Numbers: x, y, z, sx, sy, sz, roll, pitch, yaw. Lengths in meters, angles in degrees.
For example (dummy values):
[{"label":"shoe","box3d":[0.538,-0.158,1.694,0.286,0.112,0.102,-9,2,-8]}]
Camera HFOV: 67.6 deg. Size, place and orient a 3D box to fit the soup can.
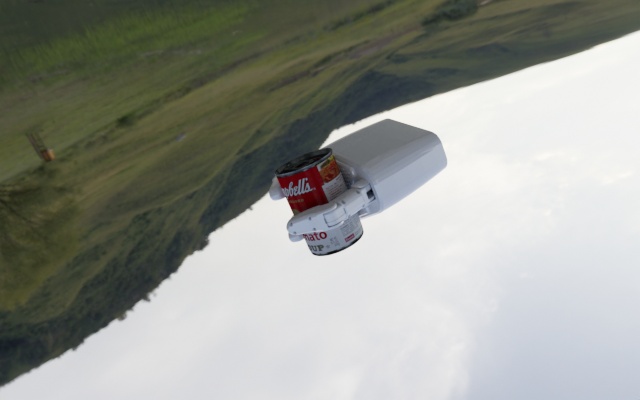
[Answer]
[{"label":"soup can","box3d":[0.000,0.002,0.530,0.068,0.102,0.068,-21,16,7]}]
